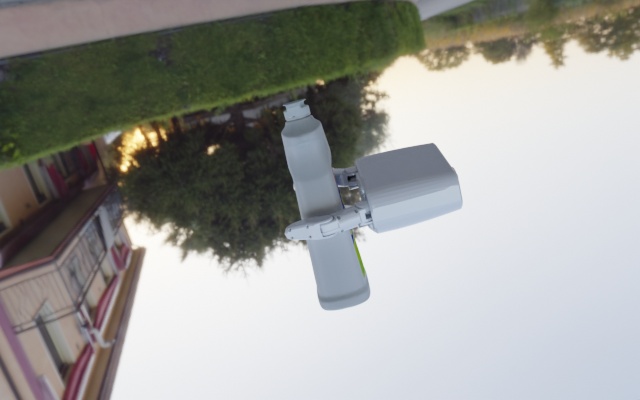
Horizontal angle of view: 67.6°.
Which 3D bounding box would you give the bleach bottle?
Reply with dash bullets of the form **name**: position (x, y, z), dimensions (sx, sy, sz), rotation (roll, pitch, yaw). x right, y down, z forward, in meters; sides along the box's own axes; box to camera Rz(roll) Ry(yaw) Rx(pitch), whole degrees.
- **bleach bottle**: position (0.000, 0.002, 0.592), dimensions (0.068, 0.251, 0.102), rotation (-14, 16, 3)
